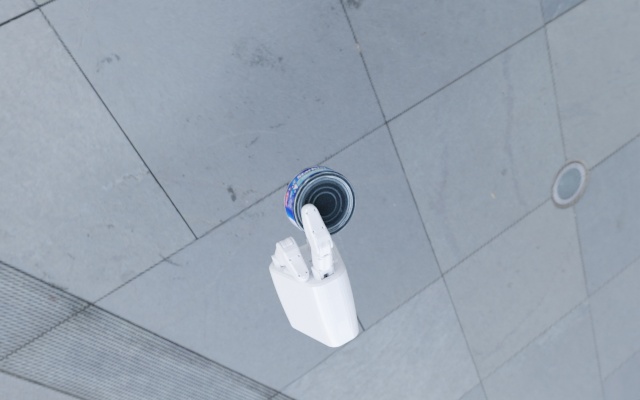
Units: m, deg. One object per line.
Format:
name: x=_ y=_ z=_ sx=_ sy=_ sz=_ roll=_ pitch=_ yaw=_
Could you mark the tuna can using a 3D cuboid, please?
tuna can: x=0.000 y=0.002 z=0.591 sx=0.086 sy=0.086 sz=0.033 roll=0 pitch=14 yaw=-24
